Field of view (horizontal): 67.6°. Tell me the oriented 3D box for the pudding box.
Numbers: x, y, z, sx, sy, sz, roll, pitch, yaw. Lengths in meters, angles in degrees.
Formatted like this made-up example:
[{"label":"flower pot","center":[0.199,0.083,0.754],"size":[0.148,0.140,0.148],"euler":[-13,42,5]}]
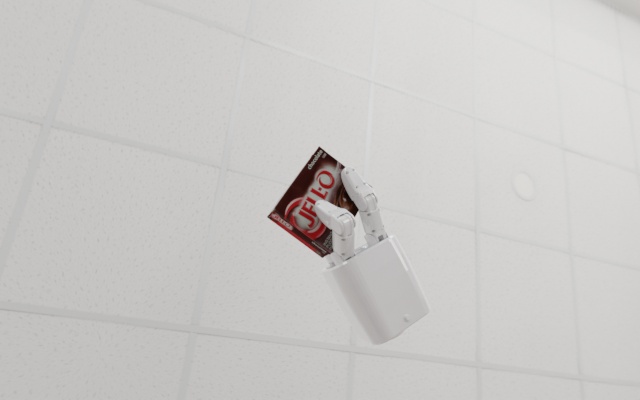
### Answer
[{"label":"pudding box","center":[0.000,0.002,0.606],"size":[0.090,0.113,0.039],"euler":[37,-29,-8]}]
